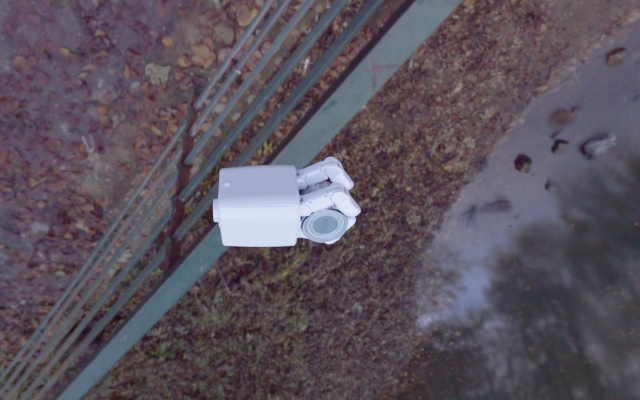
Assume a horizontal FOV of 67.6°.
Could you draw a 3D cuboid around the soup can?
[{"bbox_3d":[0.001,0.003,0.698,0.068,0.069,0.102,0,42,-10],"label":"soup can"}]
